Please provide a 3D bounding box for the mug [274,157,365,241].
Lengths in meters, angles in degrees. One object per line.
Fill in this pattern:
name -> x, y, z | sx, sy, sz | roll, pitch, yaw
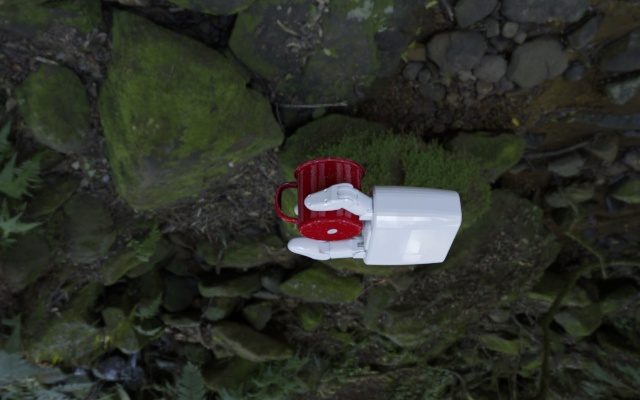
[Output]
mug -> -0.001, 0.002, 0.607 | 0.117, 0.081, 0.093 | 0, -23, -3
